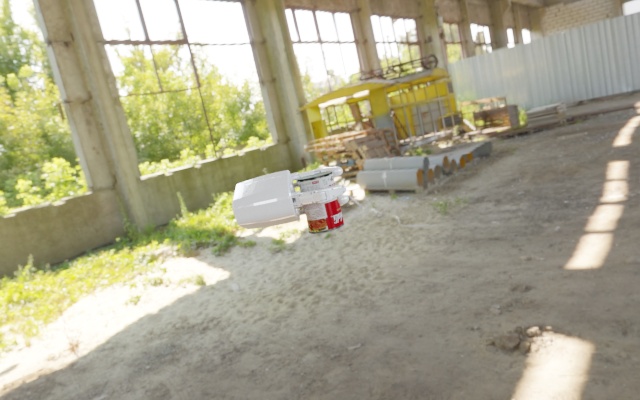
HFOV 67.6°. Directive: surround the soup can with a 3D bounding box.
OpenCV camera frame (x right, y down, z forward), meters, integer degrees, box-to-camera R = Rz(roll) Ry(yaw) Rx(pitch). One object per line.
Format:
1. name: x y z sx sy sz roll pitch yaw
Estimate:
1. soup can: 0.001 0.002 0.877 0.068 0.102 0.068 -13 9 2
